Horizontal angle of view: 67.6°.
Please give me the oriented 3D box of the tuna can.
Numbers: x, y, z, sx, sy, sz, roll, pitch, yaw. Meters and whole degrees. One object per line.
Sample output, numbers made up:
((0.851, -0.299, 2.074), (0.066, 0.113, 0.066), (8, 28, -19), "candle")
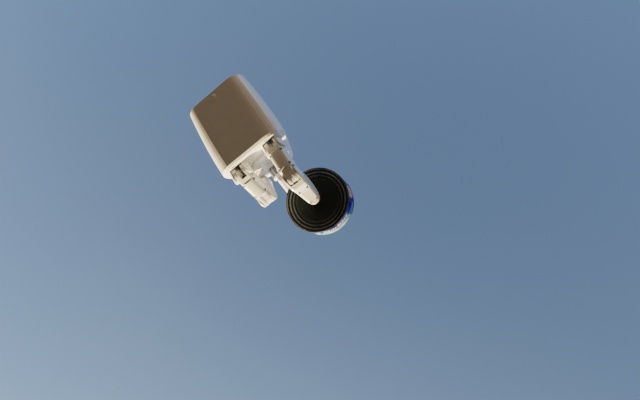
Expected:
((0.000, 0.002, 0.630), (0.086, 0.086, 0.034), (0, -11, 18), "tuna can")
